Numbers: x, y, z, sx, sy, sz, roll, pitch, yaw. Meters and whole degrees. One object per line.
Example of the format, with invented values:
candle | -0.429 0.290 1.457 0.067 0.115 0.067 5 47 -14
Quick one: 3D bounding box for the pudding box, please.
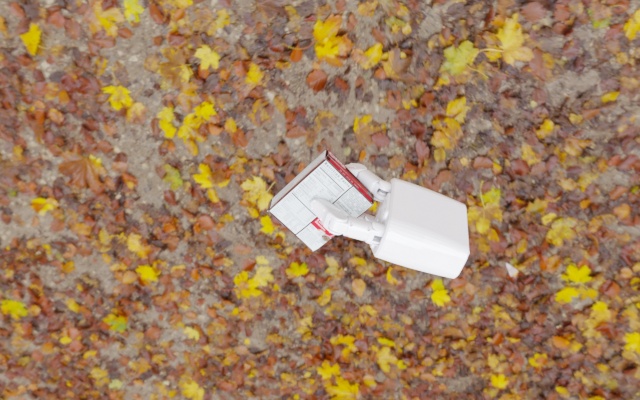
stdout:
pudding box | 0.000 0.002 0.627 0.113 0.090 0.039 -41 15 20
